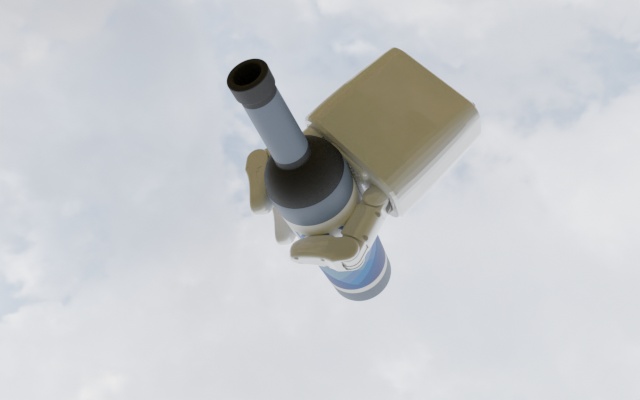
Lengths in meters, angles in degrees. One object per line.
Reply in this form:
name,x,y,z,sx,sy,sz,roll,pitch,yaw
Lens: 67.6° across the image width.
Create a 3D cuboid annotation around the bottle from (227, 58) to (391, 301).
bottle,0.000,0.002,0.403,0.069,0.069,0.296,0,-32,21
